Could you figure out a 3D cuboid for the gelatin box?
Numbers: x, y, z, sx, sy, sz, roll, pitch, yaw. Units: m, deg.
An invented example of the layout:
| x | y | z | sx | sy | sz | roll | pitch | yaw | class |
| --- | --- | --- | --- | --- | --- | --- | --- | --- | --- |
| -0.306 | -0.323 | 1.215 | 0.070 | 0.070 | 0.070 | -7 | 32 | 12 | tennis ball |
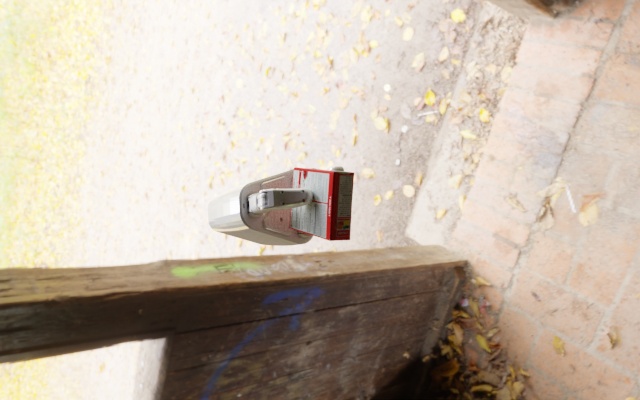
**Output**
| x | y | z | sx | sy | sz | roll | pitch | yaw | class |
| --- | --- | --- | --- | --- | --- | --- | --- | --- | --- |
| 0.000 | 0.002 | 0.531 | 0.030 | 0.073 | 0.089 | 0 | 6 | -33 | gelatin box |
